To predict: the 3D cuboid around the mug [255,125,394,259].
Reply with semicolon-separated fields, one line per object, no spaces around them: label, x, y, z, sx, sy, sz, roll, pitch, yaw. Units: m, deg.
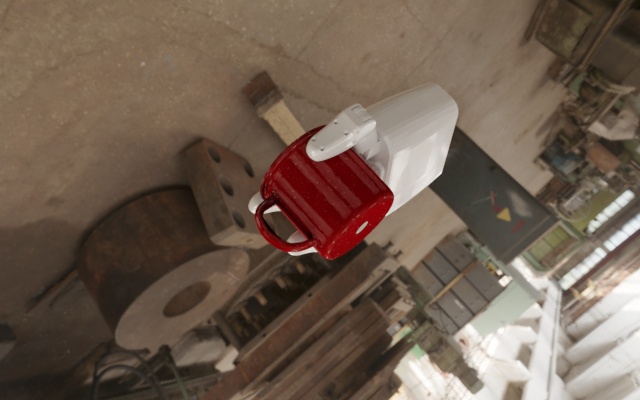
mug;-0.001;0.002;0.406;0.117;0.081;0.093;-32;-21;-29
